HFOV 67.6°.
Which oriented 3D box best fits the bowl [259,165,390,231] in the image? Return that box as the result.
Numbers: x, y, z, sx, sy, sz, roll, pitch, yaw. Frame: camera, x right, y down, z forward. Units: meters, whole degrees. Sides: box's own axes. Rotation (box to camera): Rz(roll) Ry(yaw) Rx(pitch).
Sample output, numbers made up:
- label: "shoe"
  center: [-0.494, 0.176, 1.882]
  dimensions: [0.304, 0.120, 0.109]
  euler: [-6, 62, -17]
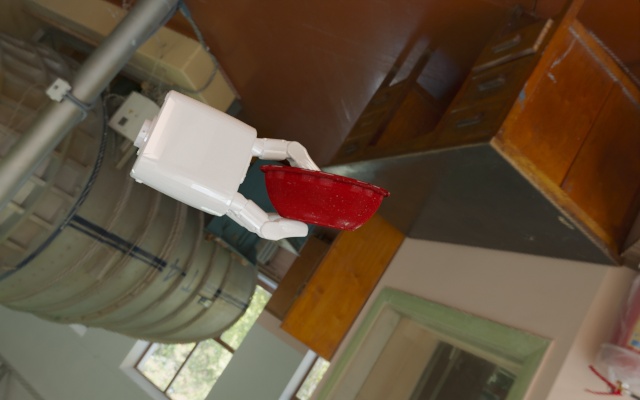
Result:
- label: "bowl"
  center: [0.001, 0.003, 0.582]
  dimensions: [0.162, 0.055, 0.162]
  euler: [11, -4, 1]
